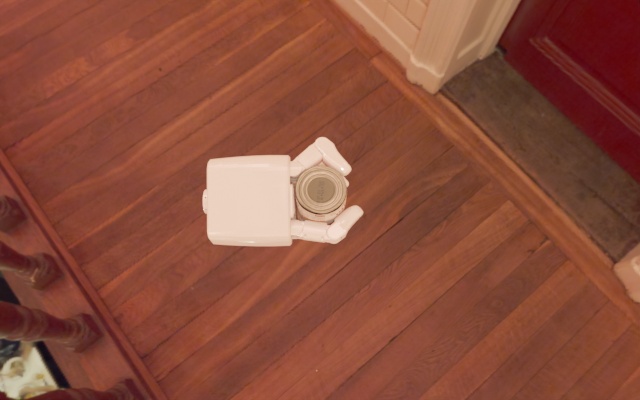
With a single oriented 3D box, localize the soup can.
[{"bbox_3d":[0.001,0.002,0.644,0.068,0.068,0.102,0,-20,0],"label":"soup can"}]
